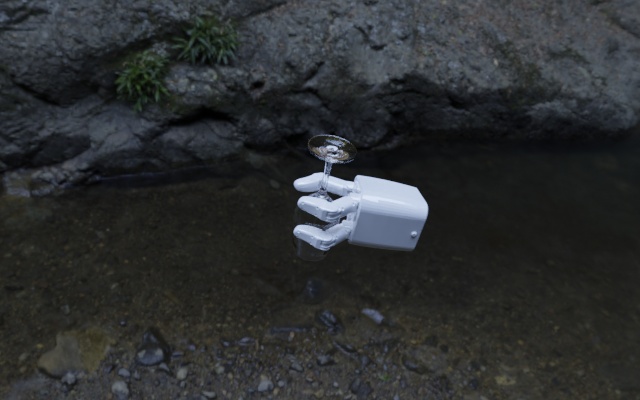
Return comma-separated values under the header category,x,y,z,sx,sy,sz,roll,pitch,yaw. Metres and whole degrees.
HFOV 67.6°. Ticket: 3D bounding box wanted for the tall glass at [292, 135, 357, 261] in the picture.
category,x,y,z,sx,sy,sz,roll,pitch,yaw
tall glass,0.000,0.002,0.750,0.079,0.201,0.079,8,36,-6
